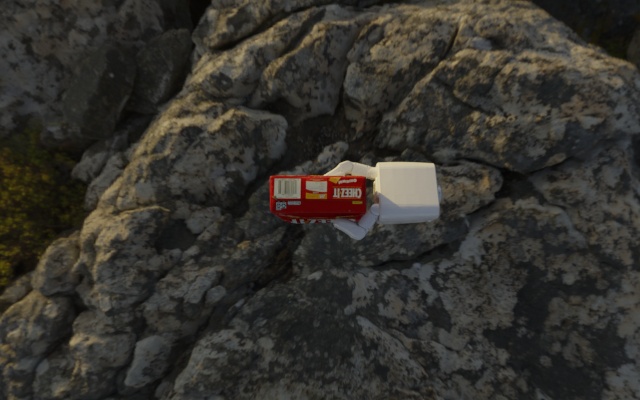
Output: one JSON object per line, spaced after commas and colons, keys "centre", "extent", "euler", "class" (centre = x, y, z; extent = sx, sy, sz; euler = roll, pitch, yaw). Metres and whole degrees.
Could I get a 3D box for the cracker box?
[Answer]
{"centre": [0.000, 0.003, 0.898], "extent": [0.164, 0.072, 0.214], "euler": [0, -7, 2], "class": "cracker box"}
